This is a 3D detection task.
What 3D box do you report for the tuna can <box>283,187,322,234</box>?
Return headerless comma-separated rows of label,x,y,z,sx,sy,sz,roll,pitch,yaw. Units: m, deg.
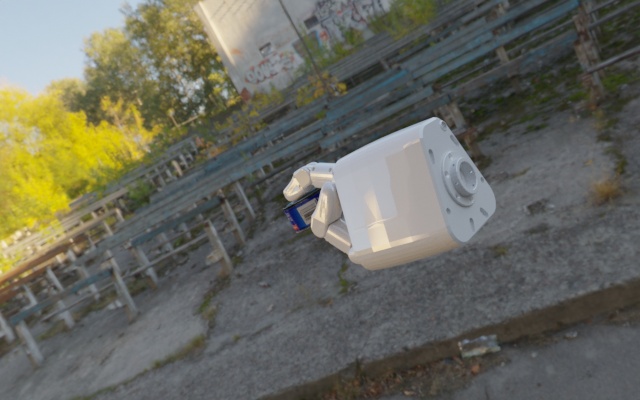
tuna can,0.000,0.001,0.553,0.086,0.034,0.086,-31,5,3
